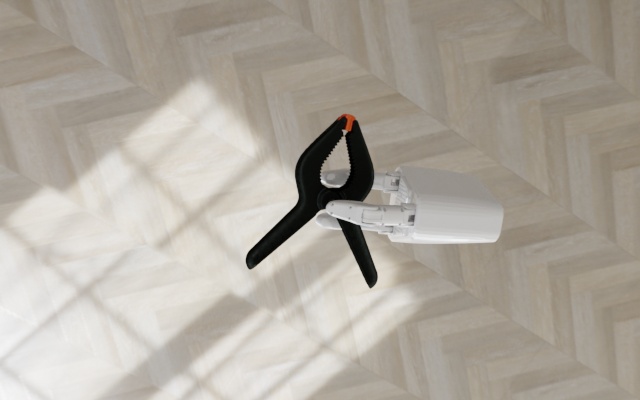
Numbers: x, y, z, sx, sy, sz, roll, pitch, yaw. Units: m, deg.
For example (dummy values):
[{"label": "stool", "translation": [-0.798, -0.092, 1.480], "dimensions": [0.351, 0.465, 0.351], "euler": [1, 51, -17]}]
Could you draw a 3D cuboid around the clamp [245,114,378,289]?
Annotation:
[{"label": "clamp", "translation": [0.001, 0.002, 0.563], "dimensions": [0.164, 0.210, 0.036], "euler": [4, 11, -12]}]
